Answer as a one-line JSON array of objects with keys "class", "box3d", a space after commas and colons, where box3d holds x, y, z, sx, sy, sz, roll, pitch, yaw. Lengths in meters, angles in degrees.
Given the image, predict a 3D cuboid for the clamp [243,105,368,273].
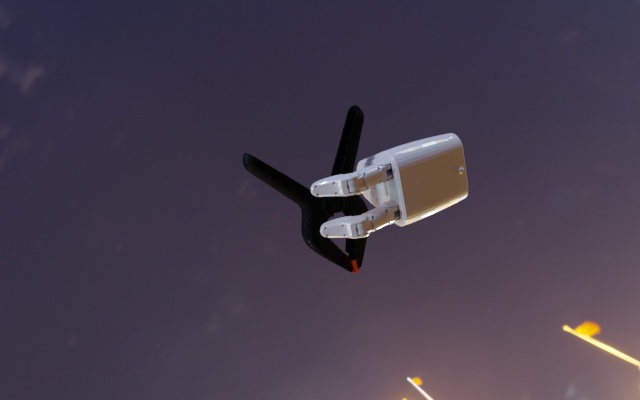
[{"class": "clamp", "box3d": [0.000, 0.002, 0.603, 0.164, 0.210, 0.036, -19, 18, -20]}]
